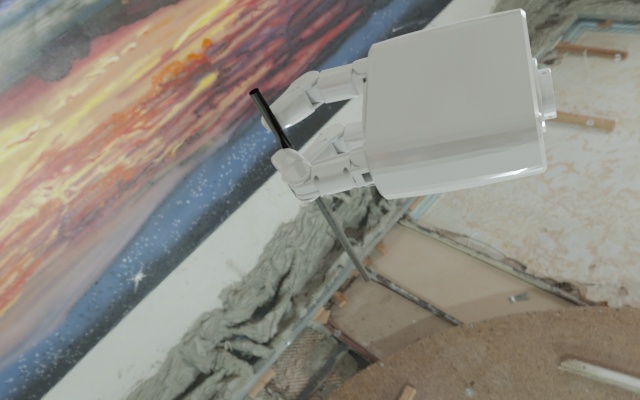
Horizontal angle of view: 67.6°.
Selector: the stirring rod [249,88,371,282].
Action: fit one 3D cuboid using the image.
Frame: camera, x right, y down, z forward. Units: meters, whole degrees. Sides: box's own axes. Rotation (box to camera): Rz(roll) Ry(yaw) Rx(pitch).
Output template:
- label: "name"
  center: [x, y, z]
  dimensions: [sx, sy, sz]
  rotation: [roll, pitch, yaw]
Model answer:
- label: "stirring rod"
  center: [0.000, 0.001, 0.421]
  dimensions: [0.011, 0.011, 0.240]
  rotation: [0, -42, 33]
